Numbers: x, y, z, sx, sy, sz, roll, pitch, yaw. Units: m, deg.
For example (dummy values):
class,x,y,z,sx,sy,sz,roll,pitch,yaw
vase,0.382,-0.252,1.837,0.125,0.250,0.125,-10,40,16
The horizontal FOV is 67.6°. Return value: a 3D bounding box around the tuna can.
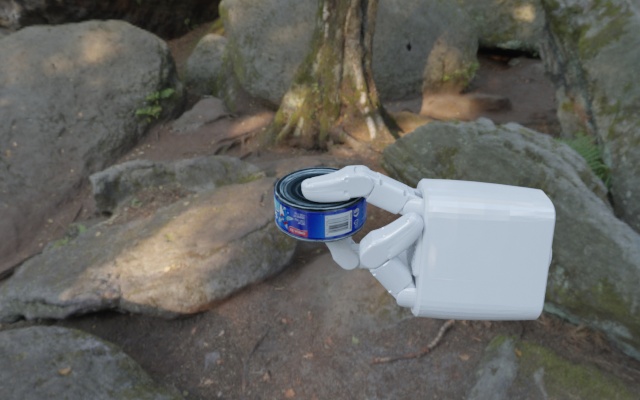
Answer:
class,x,y,z,sx,sy,sz,roll,pitch,yaw
tuna can,0.000,0.001,0.439,0.086,0.034,0.086,-1,29,0
